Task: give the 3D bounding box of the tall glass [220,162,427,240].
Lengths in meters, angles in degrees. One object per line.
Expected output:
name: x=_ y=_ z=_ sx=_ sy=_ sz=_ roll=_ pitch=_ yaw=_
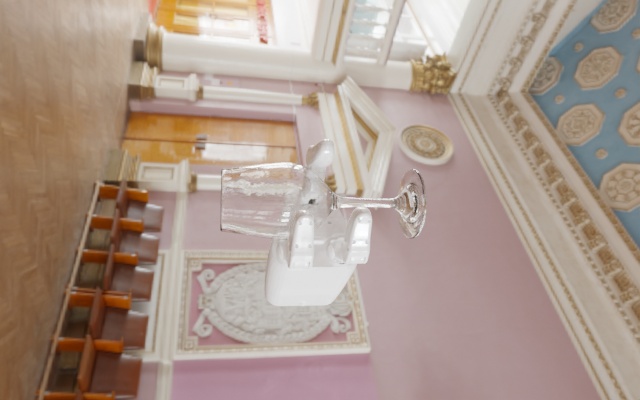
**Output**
tall glass: x=0.001 y=0.001 z=0.488 sx=0.201 sy=0.079 sz=0.079 roll=1 pitch=0 yaw=-13
